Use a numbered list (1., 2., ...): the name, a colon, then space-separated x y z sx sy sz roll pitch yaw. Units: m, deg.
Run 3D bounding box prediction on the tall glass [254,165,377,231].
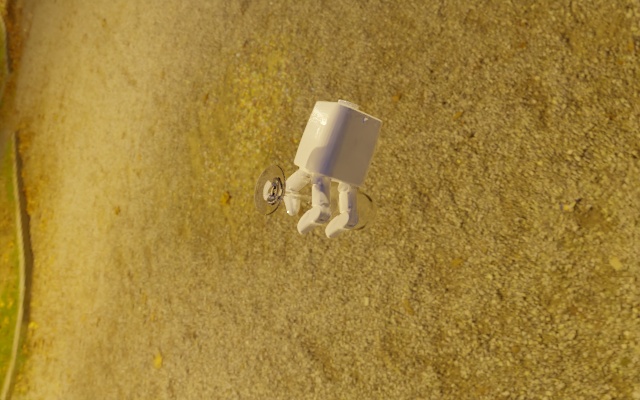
1. tall glass: 0.000 0.002 0.748 0.201 0.079 0.079 14 -9 -40
